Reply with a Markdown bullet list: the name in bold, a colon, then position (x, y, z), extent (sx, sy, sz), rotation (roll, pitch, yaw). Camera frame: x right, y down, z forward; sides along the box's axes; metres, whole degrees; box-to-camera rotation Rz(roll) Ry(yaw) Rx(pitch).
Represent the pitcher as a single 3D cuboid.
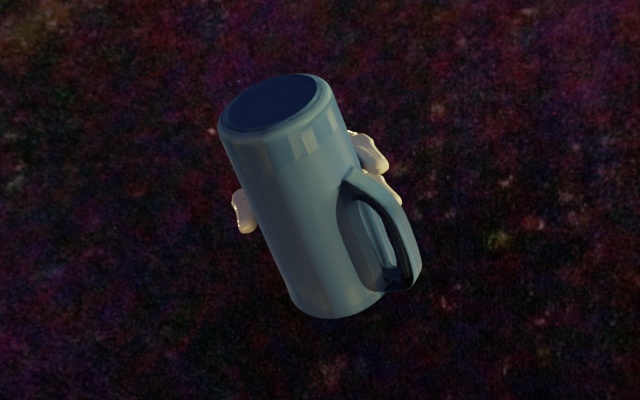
- **pitcher**: position (0.000, 0.002, 0.487), extent (0.149, 0.243, 0.145), rotation (-21, 39, 1)
